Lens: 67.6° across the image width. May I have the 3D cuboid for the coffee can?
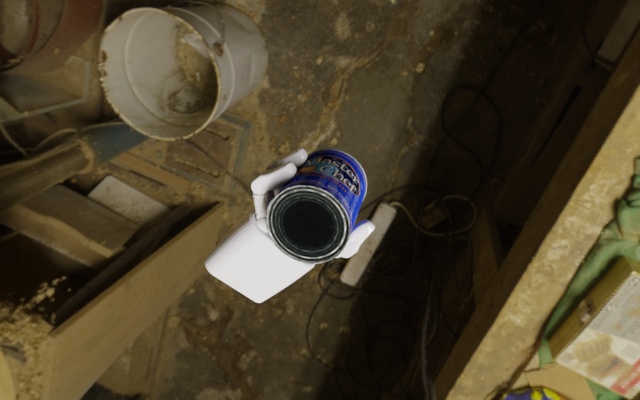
[{"bbox_3d":[0.000,0.002,0.616,0.103,0.103,0.140,0,23,14],"label":"coffee can"}]
